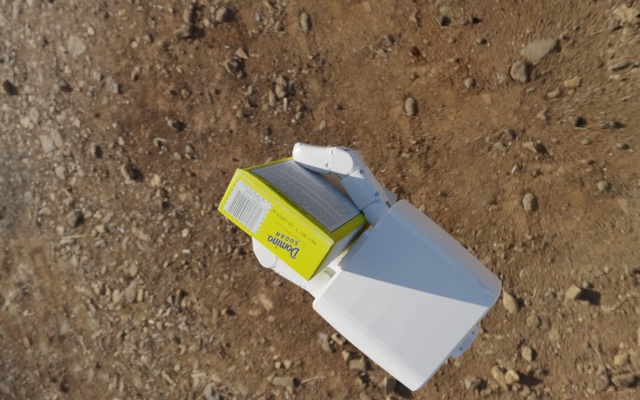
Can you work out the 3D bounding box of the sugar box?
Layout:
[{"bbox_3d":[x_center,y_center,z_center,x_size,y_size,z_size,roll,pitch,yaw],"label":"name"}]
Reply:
[{"bbox_3d":[0.000,0.002,0.423,0.093,0.048,0.176,38,21,13],"label":"sugar box"}]
